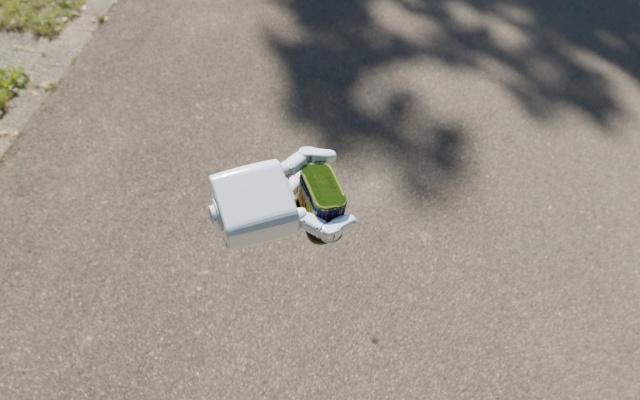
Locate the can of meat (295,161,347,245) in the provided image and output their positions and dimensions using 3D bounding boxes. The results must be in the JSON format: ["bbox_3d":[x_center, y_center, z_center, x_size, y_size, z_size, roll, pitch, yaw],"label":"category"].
[{"bbox_3d":[0.000,0.002,0.740,0.057,0.102,0.084,-12,-39,-17],"label":"can of meat"}]
